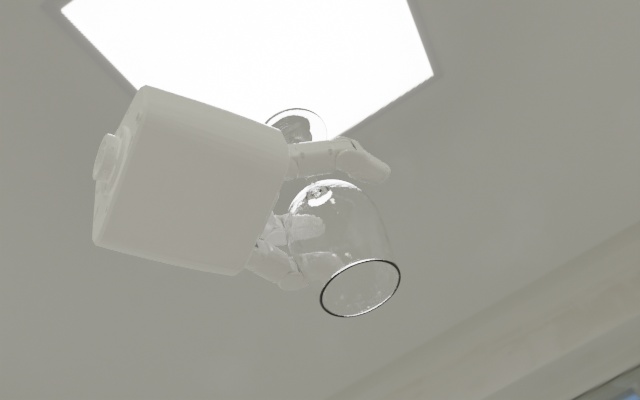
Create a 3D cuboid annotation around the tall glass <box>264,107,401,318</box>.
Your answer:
[{"bbox_3d":[0.000,0.001,0.411,0.079,0.079,0.201,0,39,-22],"label":"tall glass"}]
